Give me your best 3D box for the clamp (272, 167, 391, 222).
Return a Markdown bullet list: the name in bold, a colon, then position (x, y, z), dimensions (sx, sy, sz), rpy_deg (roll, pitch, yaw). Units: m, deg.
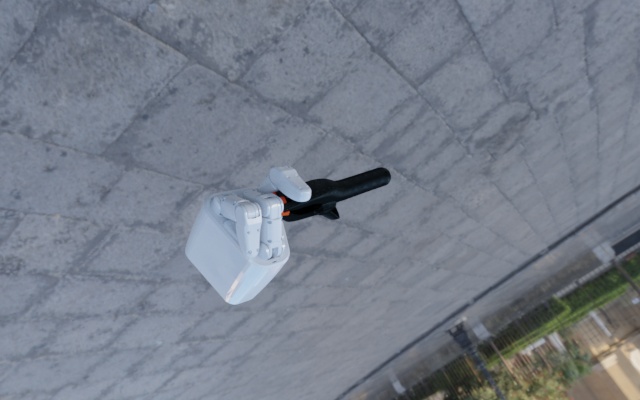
- **clamp**: position (0.000, 0.002, 0.614), dimensions (0.171, 0.039, 0.120), rpy_deg (-9, -28, -38)
